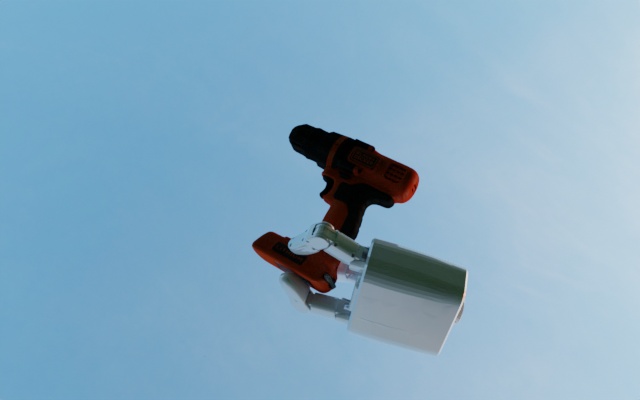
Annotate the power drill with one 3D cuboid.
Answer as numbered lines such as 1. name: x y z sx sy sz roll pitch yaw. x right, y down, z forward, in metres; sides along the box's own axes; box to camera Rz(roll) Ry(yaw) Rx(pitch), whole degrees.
1. power drill: 0.000 0.002 0.582 0.184 0.187 0.057 27 -16 25
